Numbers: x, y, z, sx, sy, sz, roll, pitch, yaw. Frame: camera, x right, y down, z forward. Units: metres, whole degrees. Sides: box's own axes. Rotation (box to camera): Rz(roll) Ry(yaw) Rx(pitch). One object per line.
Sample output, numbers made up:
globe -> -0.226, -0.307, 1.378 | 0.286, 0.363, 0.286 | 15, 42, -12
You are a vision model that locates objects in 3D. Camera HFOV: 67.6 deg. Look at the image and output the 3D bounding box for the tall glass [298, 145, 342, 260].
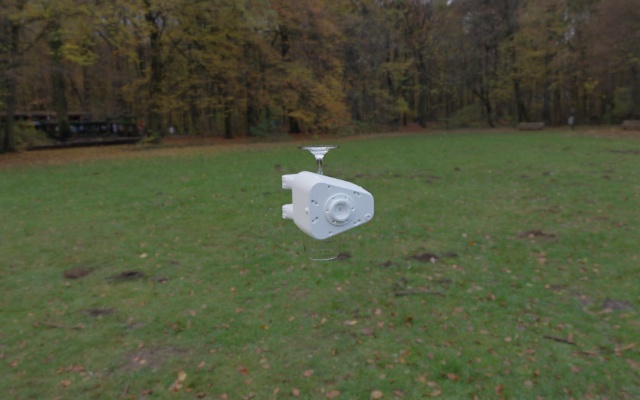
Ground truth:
tall glass -> 0.000, 0.002, 0.862 | 0.079, 0.201, 0.079 | -2, 10, 0
